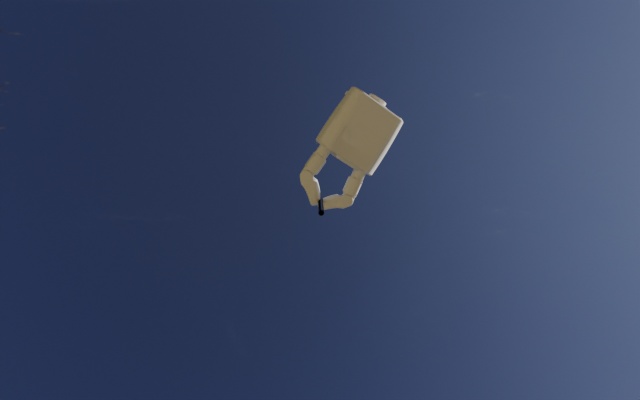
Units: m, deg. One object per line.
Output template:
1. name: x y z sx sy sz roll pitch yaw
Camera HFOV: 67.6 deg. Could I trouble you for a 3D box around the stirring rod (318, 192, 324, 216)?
1. stirring rod: 0.000 0.003 0.769 0.011 0.011 0.239 0 7 0
